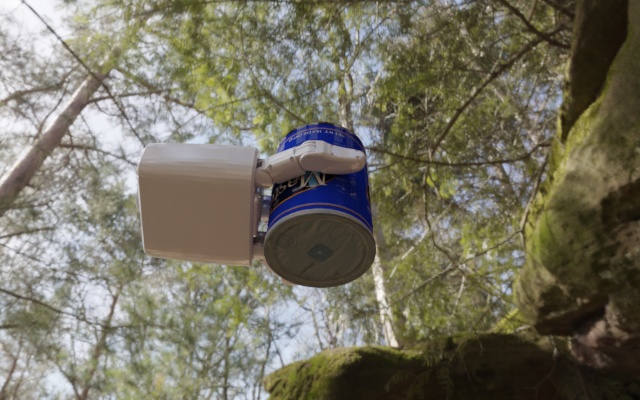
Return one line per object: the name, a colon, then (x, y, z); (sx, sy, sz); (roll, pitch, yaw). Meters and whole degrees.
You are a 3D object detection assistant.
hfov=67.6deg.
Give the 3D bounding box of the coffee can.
coffee can: (0.000, 0.002, 0.484); (0.103, 0.103, 0.140); (0, 42, 1)
